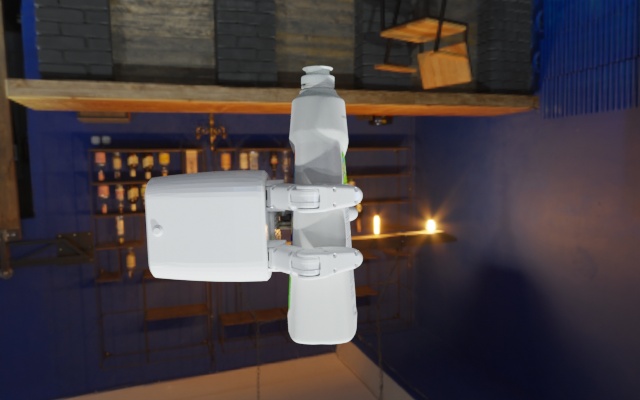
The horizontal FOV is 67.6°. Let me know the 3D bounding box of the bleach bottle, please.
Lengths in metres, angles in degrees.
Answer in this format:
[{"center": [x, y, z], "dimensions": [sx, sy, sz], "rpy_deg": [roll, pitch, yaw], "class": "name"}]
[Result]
[{"center": [0.000, 0.002, 0.463], "dimensions": [0.068, 0.251, 0.102], "rpy_deg": [-1, 5, 1], "class": "bleach bottle"}]
